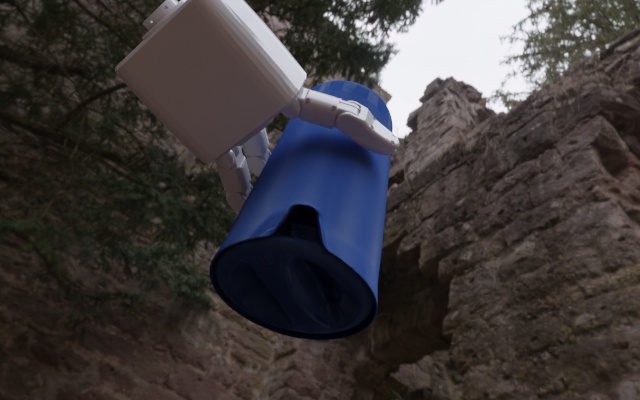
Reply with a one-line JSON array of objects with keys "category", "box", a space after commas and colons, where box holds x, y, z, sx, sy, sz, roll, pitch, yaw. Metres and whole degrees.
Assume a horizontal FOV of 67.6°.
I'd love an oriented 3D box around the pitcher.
[{"category": "pitcher", "box": [0.000, 0.001, 0.455, 0.149, 0.242, 0.145, -25, -57, 35]}]
